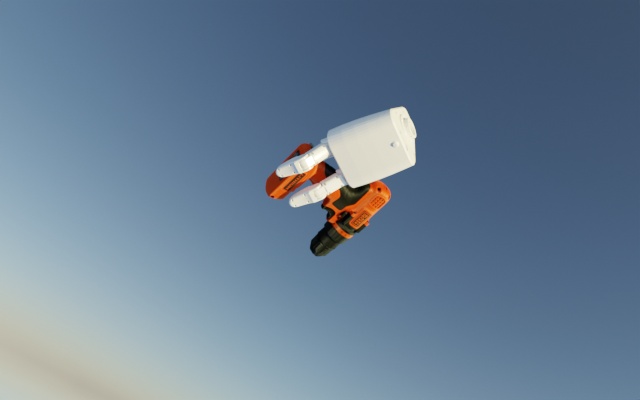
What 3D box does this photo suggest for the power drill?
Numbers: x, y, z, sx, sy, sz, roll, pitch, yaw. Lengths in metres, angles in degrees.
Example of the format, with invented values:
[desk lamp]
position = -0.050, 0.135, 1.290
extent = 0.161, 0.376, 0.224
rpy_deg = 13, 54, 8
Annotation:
[power drill]
position = 0.000, 0.002, 0.816
extent = 0.188, 0.184, 0.057
rpy_deg = 33, 22, -31
